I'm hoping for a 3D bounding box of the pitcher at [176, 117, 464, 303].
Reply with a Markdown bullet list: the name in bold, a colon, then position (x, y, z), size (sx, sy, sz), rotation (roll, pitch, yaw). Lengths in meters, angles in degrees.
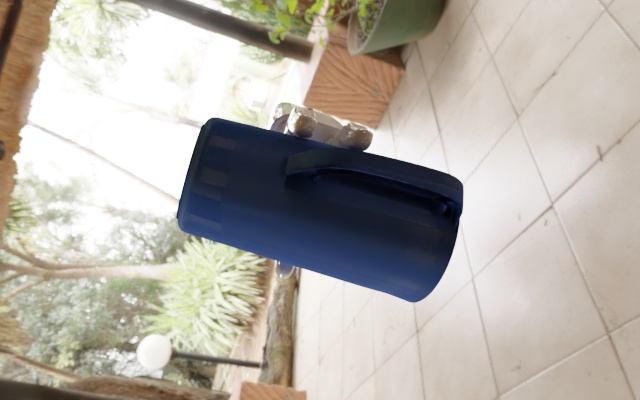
- **pitcher**: position (0.000, 0.001, 0.445), size (0.243, 0.149, 0.145), rotation (16, 20, -13)
